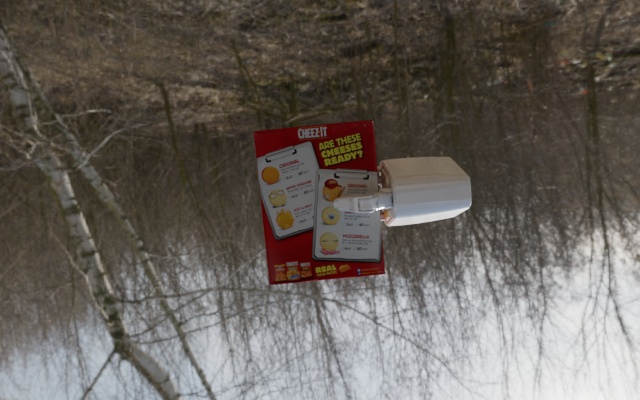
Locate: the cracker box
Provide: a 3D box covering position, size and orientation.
[{"bbox_3d":[0.000,0.002,0.676,0.164,0.214,0.072,-6,6,-1],"label":"cracker box"}]
